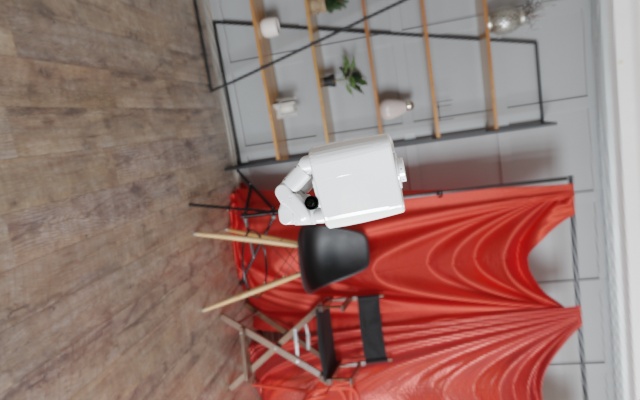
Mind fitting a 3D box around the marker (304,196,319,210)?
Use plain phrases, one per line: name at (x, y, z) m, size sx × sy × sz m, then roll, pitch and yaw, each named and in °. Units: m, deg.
marker at (0.000, 0.002, 0.674) m, size 0.020 × 0.020 × 0.121 m, roll 0°, pitch 1°, yaw 13°
